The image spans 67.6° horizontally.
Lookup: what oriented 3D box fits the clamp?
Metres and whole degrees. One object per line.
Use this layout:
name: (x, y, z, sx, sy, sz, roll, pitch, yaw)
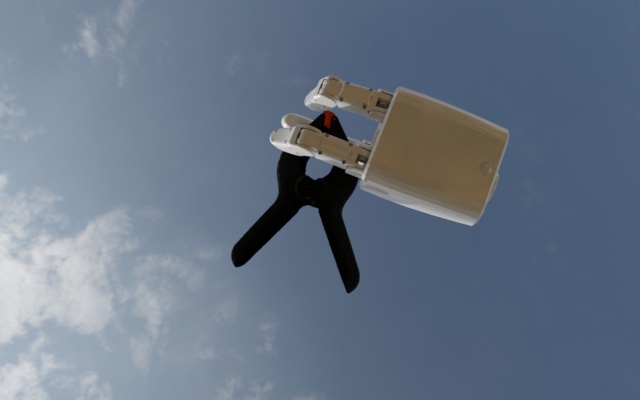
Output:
clamp: (0.000, 0.001, 0.451, 0.120, 0.171, 0.039, 21, -9, 6)
